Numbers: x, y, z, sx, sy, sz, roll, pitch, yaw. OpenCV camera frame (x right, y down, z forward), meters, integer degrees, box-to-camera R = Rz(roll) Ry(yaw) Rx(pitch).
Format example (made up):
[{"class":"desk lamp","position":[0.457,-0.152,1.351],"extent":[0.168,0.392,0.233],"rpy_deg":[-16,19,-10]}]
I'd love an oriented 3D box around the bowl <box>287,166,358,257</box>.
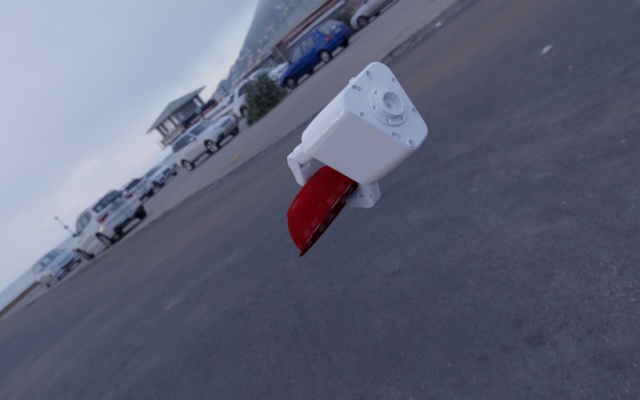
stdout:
[{"class":"bowl","position":[-0.001,0.003,0.694],"extent":[0.055,0.162,0.162],"rpy_deg":[37,5,7]}]
